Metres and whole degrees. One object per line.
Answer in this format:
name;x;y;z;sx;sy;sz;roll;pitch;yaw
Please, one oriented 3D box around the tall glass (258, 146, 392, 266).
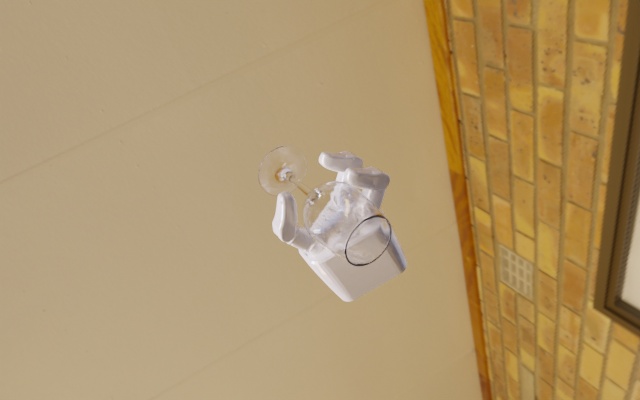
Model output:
tall glass;0.000;0.002;0.579;0.079;0.079;0.201;0;25;-35
